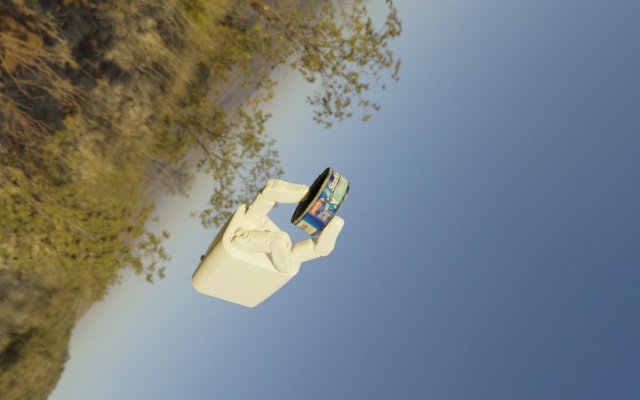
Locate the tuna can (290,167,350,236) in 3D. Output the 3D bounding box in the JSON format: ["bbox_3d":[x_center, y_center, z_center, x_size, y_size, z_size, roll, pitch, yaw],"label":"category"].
[{"bbox_3d":[0.001,0.002,0.603,0.034,0.086,0.086,35,-7,-10],"label":"tuna can"}]
